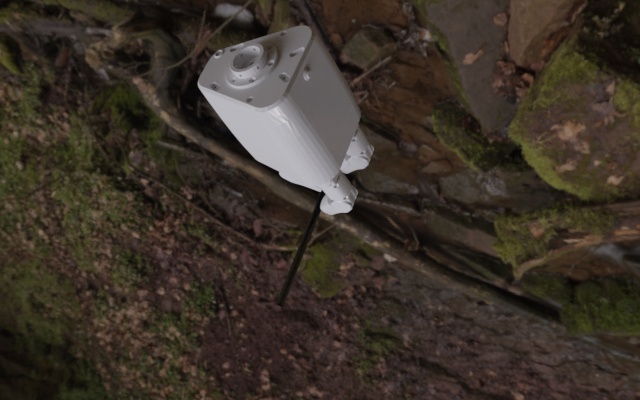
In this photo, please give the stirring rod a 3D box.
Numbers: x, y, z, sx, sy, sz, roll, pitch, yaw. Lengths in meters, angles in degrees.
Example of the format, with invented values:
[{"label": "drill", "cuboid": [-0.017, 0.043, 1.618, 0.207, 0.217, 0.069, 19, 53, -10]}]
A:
[{"label": "stirring rod", "cuboid": [0.000, 0.002, 0.525, 0.011, 0.239, 0.011, 19, -22, 8]}]
